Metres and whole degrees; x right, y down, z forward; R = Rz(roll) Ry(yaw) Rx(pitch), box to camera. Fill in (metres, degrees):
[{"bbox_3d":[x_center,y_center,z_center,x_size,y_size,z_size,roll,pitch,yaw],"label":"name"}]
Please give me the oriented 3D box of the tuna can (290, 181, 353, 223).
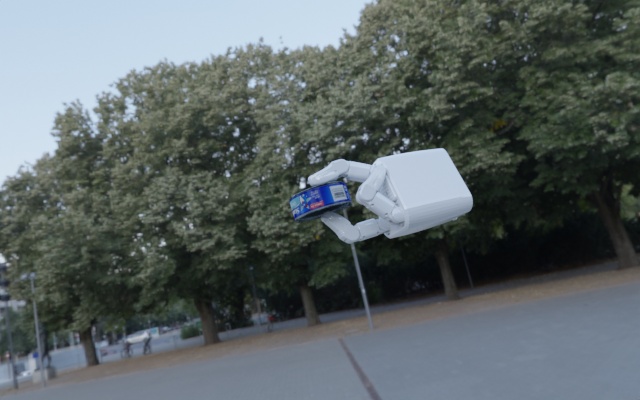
[{"bbox_3d":[0.000,0.002,0.678,0.086,0.033,0.086,-17,-9,-3],"label":"tuna can"}]
